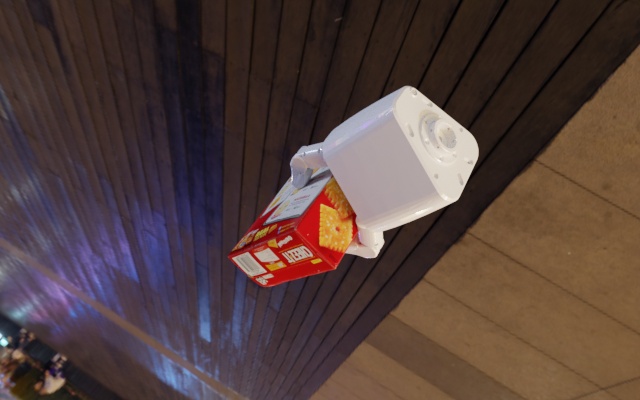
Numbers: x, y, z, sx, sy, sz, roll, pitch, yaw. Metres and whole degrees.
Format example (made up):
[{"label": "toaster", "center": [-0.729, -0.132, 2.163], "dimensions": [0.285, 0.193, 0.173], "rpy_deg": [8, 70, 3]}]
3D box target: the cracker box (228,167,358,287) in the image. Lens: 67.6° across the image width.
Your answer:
[{"label": "cracker box", "center": [0.000, 0.002, 0.603], "dimensions": [0.164, 0.072, 0.213], "rpy_deg": [-25, 23, 51]}]
